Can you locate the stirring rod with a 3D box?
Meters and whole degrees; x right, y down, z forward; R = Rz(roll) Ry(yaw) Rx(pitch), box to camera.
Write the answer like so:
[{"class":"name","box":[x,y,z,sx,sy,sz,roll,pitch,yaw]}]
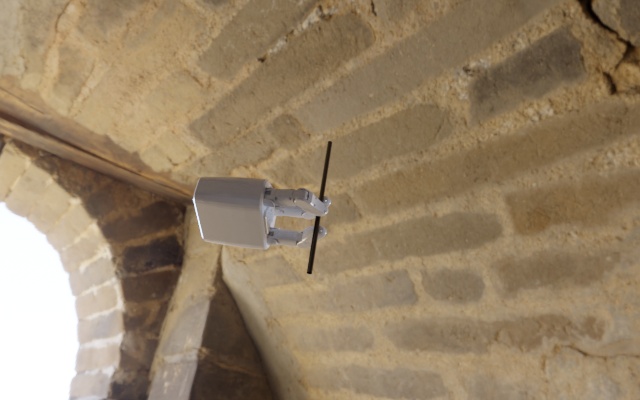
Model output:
[{"class":"stirring rod","box":[0.000,0.002,0.738,0.011,0.239,0.011,6,-33,4]}]
